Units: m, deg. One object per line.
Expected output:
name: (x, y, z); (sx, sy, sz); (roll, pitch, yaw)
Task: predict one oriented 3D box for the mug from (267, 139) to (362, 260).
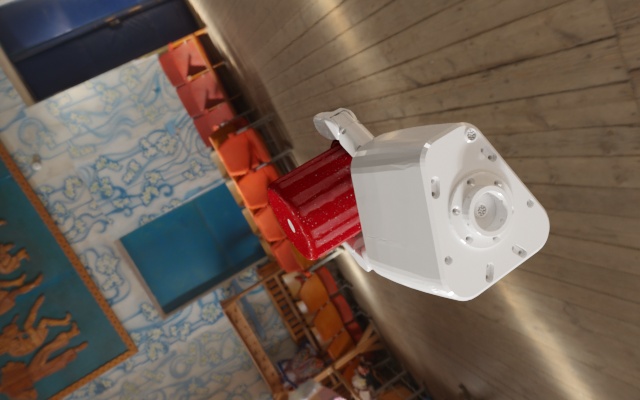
mug: (-0.001, 0.001, 0.456); (0.081, 0.093, 0.117); (-31, 11, -16)
